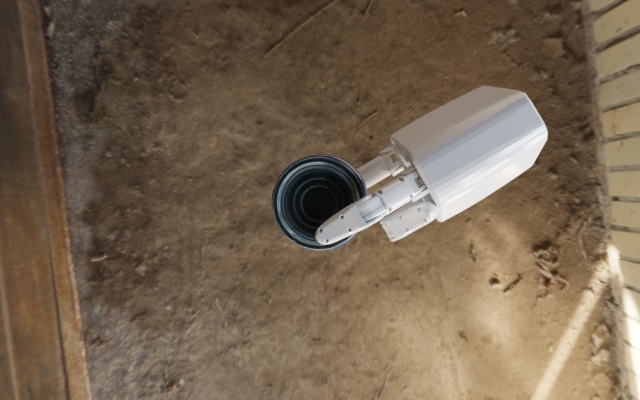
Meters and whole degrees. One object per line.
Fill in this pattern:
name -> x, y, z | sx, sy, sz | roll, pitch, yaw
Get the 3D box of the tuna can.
tuna can -> 0.000, 0.002, 0.430 | 0.086, 0.086, 0.034 | 0, 6, 7
